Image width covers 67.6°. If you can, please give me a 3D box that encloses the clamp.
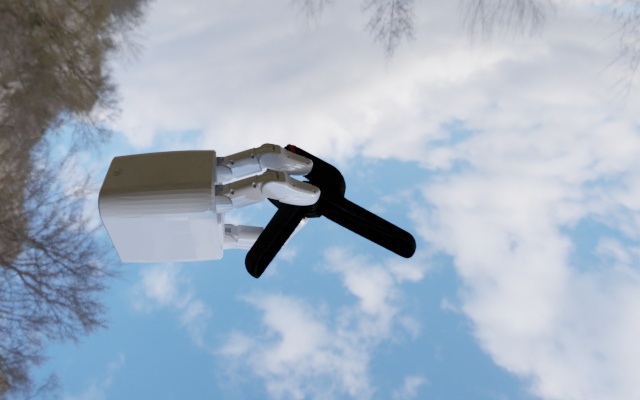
[{"bbox_3d":[0.000,0.002,0.513,0.164,0.036,0.209,0,35,-10],"label":"clamp"}]
